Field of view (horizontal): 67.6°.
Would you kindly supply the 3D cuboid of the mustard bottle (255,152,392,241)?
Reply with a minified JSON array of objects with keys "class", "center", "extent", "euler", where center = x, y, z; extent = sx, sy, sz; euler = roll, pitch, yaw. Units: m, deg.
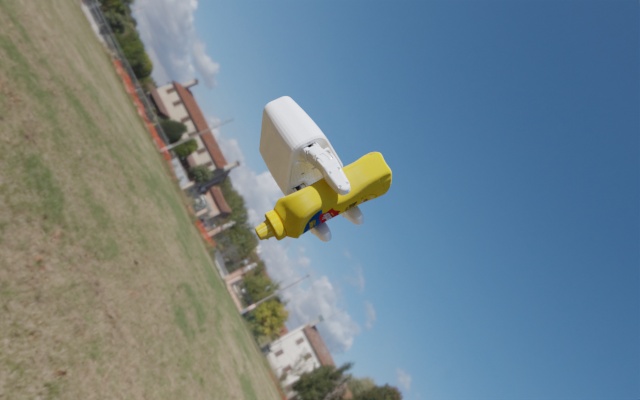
[{"class":"mustard bottle","center":[0.000,0.002,0.648],"extent":[0.191,0.058,0.096],"euler":[-26,-10,-13]}]
